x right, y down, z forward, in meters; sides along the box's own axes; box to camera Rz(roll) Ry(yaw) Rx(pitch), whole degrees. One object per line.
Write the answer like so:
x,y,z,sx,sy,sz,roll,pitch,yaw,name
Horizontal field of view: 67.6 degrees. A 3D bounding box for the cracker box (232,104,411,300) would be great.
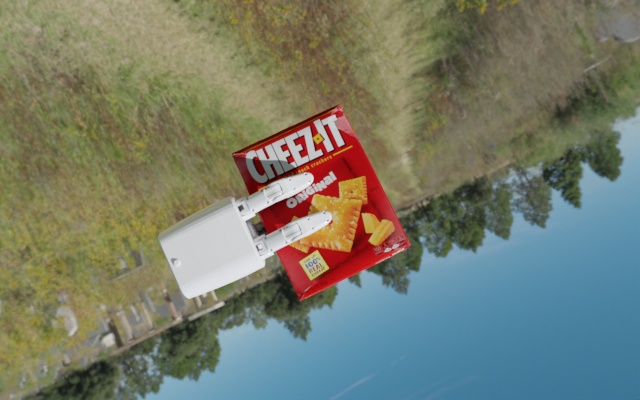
0.000,0.002,0.646,0.164,0.213,0.072,-25,-6,-4,cracker box
